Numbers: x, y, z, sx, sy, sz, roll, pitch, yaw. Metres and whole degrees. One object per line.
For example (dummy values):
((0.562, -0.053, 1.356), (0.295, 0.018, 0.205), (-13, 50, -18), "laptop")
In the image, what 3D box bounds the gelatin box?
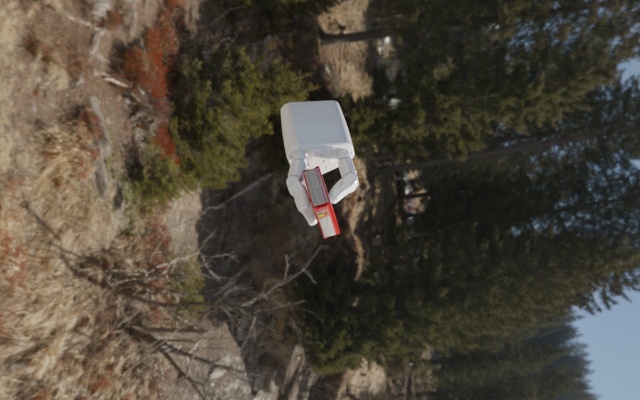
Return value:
((0.001, 0.003, 0.744), (0.030, 0.073, 0.089), (-18, 45, 0), "gelatin box")
